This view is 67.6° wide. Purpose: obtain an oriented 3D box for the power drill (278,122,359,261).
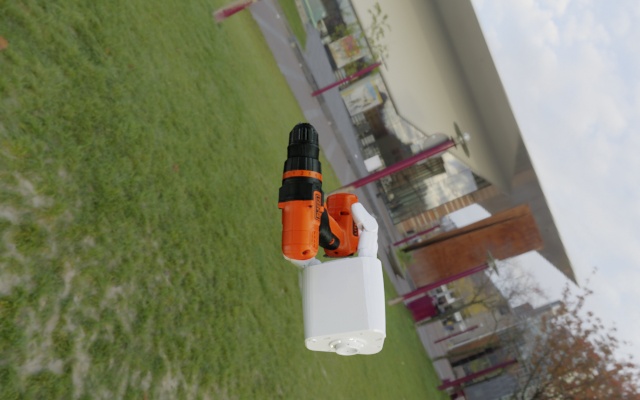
[{"bbox_3d":[0.000,0.003,0.683,0.057,0.184,0.188,-3,-16,24],"label":"power drill"}]
